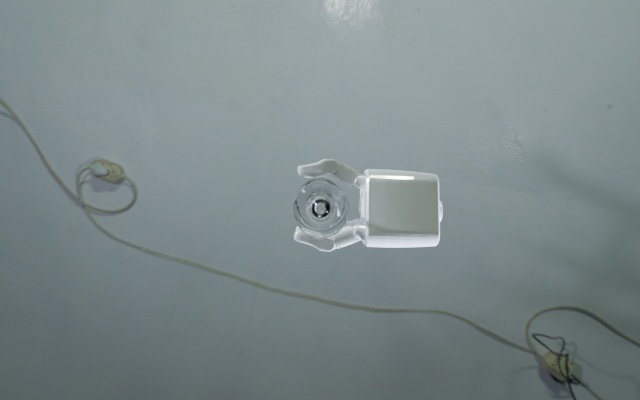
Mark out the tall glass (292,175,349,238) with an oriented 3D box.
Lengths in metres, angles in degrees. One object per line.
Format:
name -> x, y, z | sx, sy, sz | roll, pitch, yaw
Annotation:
tall glass -> 0.000, 0.002, 0.716 | 0.079, 0.079, 0.201 | 0, 6, -1
